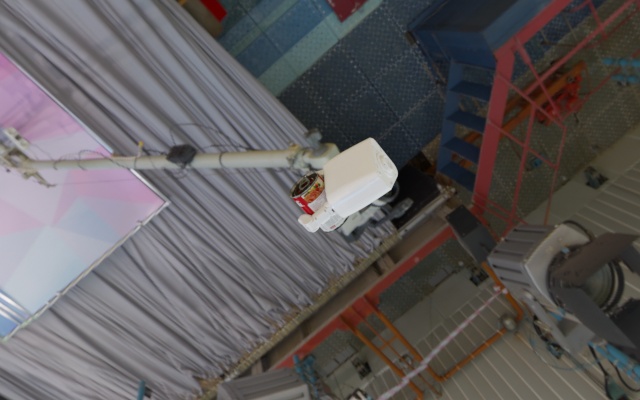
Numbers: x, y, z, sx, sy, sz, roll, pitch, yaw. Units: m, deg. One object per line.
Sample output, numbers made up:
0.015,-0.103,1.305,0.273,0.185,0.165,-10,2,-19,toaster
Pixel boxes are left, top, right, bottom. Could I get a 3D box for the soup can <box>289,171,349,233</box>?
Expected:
0.000,0.003,0.896,0.102,0.068,0.068,47,-23,-24,soup can
